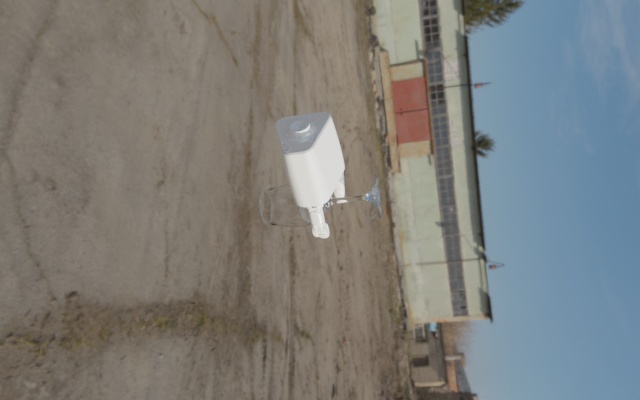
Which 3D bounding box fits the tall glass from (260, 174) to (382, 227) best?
[{"bbox_3d":[0.001,0.003,0.819,0.201,0.079,0.079,-6,-1,11],"label":"tall glass"}]
